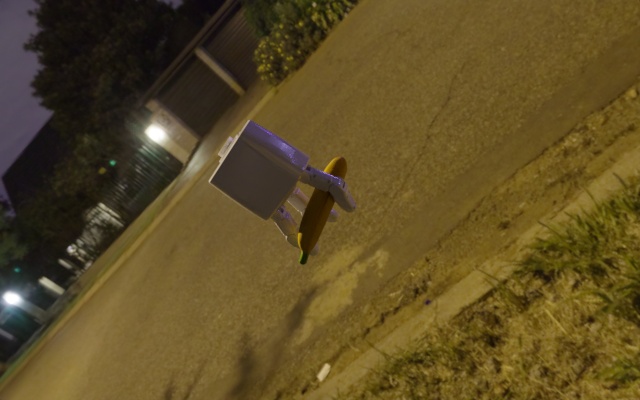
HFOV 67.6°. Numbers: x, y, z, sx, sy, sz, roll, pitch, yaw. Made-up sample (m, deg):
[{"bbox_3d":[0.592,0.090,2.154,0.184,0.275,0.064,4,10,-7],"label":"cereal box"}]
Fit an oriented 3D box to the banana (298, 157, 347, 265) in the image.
[{"bbox_3d":[0.003,-0.002,0.735,0.037,0.197,0.070,25,-26,-3],"label":"banana"}]
